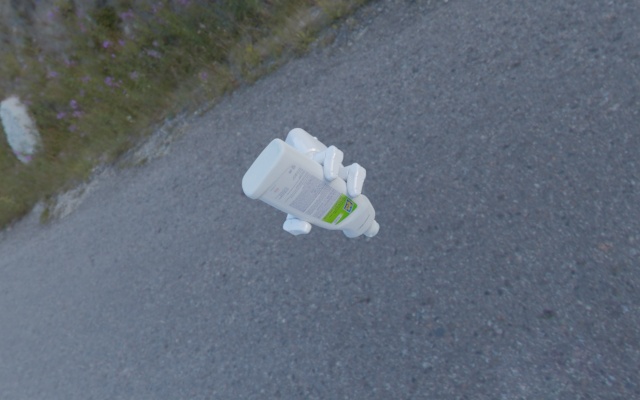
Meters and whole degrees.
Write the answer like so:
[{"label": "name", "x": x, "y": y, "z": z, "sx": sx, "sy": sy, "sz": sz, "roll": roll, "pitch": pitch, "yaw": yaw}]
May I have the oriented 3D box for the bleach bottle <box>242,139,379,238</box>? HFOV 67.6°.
[{"label": "bleach bottle", "x": 0.000, "y": 0.003, "z": 0.792, "sx": 0.251, "sy": 0.102, "sz": 0.068, "roll": 32, "pitch": 14, "yaw": -33}]
